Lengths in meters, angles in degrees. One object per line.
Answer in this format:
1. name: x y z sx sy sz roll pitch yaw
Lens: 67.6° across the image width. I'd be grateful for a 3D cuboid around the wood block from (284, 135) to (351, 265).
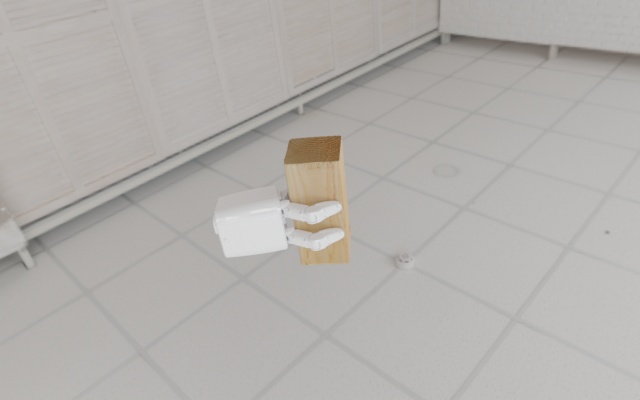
1. wood block: 0.000 0.003 0.819 0.090 0.206 0.090 -3 34 6
